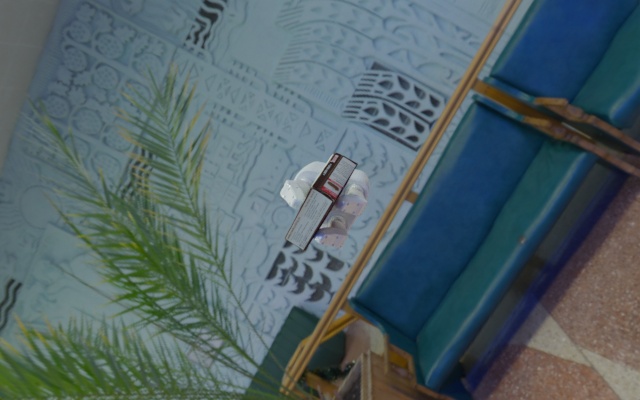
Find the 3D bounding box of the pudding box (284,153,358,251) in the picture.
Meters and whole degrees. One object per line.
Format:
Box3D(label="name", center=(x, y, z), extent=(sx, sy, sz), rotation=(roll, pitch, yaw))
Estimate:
Box3D(label="pudding box", center=(0.000, 0.002, 0.647), extent=(0.039, 0.114, 0.090), rotation=(29, 43, 2))
